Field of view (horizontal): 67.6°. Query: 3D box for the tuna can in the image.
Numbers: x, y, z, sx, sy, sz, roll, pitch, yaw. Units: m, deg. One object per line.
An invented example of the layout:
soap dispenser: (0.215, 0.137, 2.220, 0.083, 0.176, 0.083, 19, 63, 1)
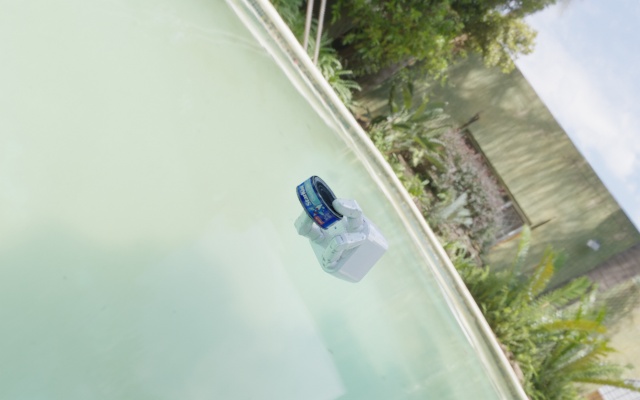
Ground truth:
tuna can: (0.001, 0.002, 0.761, 0.034, 0.086, 0.086, -34, -11, 16)
